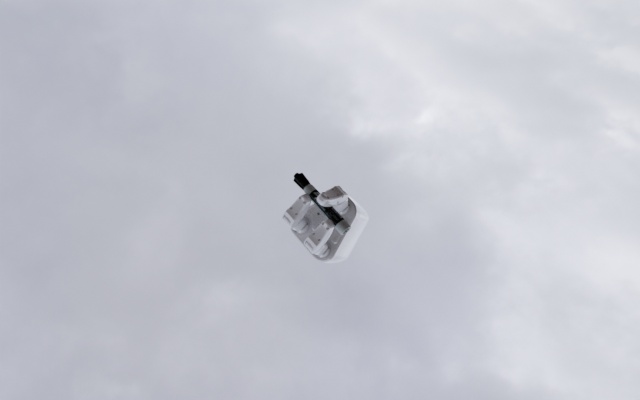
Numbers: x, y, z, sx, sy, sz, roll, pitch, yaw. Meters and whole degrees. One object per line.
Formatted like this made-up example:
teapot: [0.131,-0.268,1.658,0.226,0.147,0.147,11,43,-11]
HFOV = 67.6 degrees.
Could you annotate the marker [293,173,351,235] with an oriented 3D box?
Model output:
marker: [0.000,0.002,0.719,0.020,0.121,0.020,-37,-20,-15]
